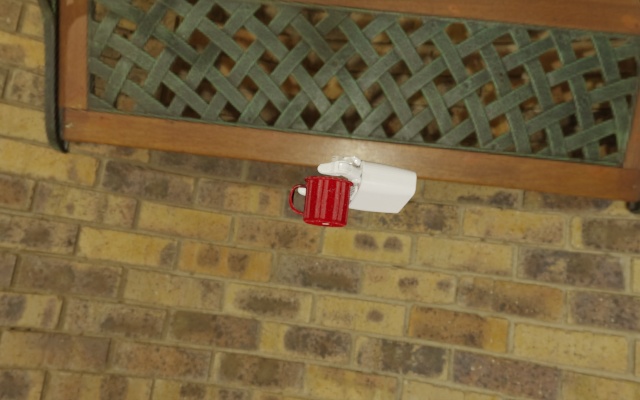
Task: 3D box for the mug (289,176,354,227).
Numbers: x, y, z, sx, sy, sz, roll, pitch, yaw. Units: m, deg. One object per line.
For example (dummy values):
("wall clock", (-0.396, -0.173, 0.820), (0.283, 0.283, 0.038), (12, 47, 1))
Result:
("mug", (-0.001, 0.003, 0.878), (0.117, 0.081, 0.093), (8, -9, -10))
